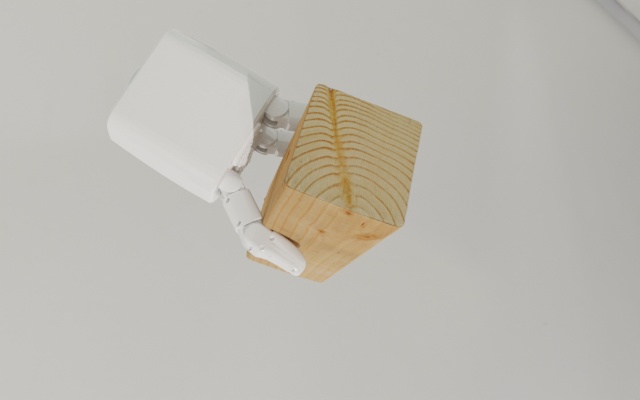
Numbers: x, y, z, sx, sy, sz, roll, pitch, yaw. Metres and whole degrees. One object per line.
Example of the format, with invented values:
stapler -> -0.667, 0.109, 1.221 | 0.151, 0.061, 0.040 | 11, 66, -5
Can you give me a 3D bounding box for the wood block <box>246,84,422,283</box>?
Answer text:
wood block -> 0.000, 0.002, 0.432 | 0.090, 0.090, 0.206 | 20, -24, -8
